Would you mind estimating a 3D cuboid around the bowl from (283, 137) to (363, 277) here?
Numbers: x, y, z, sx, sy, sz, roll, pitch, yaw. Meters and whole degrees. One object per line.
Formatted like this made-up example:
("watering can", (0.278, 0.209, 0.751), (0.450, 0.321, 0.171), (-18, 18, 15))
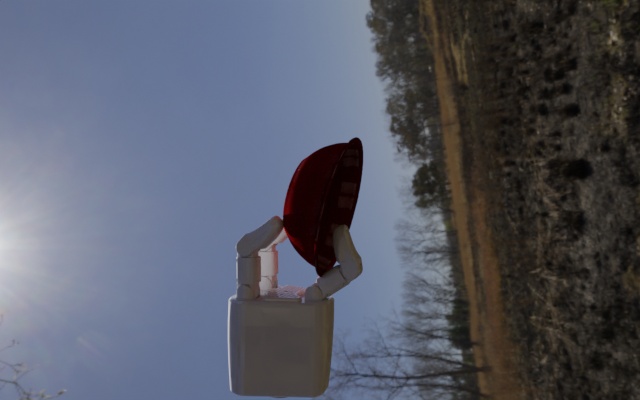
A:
("bowl", (0.000, 0.000, 0.544), (0.055, 0.162, 0.162), (15, 4, 15))
